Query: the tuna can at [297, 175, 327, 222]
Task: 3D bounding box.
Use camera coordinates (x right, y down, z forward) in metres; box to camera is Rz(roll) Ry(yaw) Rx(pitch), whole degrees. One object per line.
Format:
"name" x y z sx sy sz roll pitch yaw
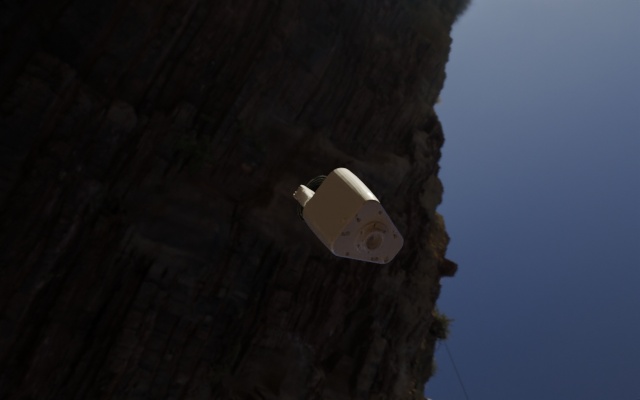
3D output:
"tuna can" 0.001 0.003 0.810 0.034 0.086 0.086 28 -17 -35
